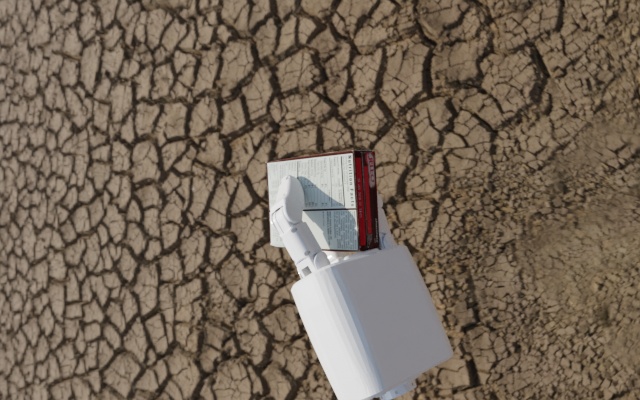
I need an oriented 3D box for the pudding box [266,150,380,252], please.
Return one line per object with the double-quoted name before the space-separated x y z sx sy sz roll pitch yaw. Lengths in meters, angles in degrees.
"pudding box" 0.000 0.002 0.453 0.113 0.090 0.039 -2 0 38
